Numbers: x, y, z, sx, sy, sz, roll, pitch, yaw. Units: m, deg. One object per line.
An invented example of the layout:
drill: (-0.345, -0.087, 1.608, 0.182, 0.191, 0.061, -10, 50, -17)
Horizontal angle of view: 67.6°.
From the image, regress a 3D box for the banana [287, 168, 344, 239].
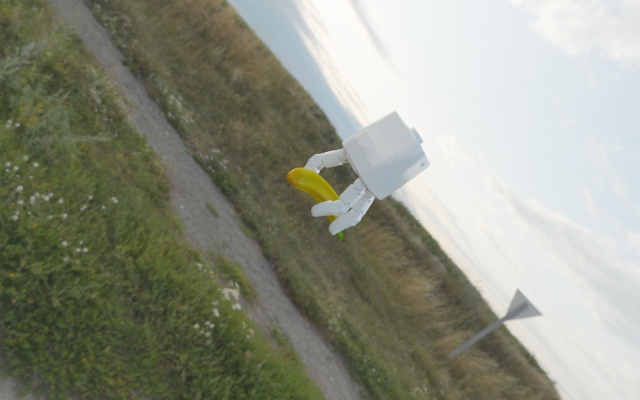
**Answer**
banana: (-0.001, -0.009, 0.821, 0.037, 0.069, 0.198, -26, -43, 15)
